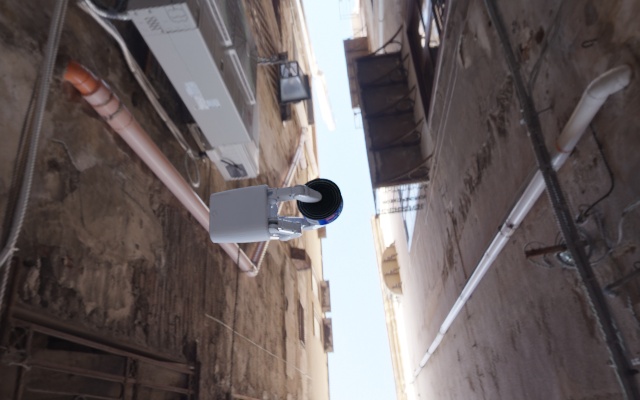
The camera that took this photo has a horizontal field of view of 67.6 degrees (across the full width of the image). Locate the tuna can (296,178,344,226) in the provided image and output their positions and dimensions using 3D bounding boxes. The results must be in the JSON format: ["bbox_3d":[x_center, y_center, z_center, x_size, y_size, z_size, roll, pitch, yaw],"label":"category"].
[{"bbox_3d":[0.000,0.003,0.890,0.086,0.086,0.034,0,-24,13],"label":"tuna can"}]
